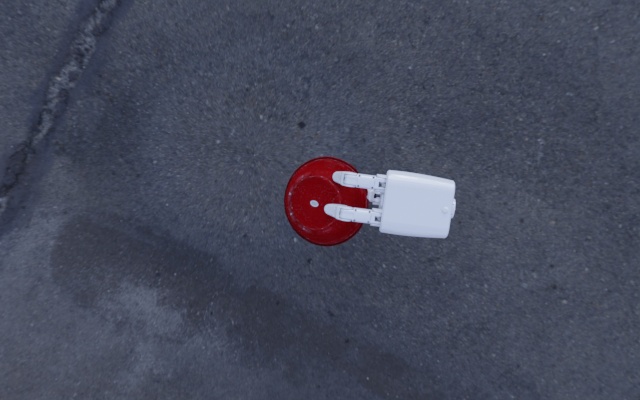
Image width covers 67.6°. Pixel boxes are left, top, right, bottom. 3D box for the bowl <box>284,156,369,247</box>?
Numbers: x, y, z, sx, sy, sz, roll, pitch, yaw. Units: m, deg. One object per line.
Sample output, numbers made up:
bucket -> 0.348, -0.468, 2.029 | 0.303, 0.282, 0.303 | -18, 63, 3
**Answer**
bowl -> -0.001, 0.003, 0.832 | 0.162, 0.162, 0.055 | 0, 2, 20
